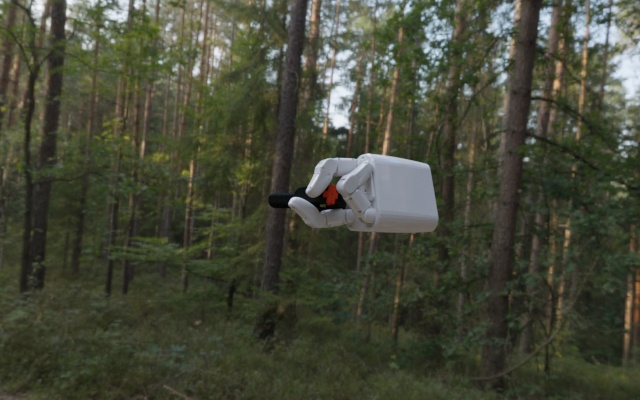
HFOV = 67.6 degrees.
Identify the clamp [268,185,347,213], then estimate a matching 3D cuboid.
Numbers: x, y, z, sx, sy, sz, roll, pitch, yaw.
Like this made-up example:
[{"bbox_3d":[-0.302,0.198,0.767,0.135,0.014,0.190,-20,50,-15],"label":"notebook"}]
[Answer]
[{"bbox_3d":[0.000,0.002,0.741,0.120,0.039,0.171,4,-4,-25],"label":"clamp"}]
